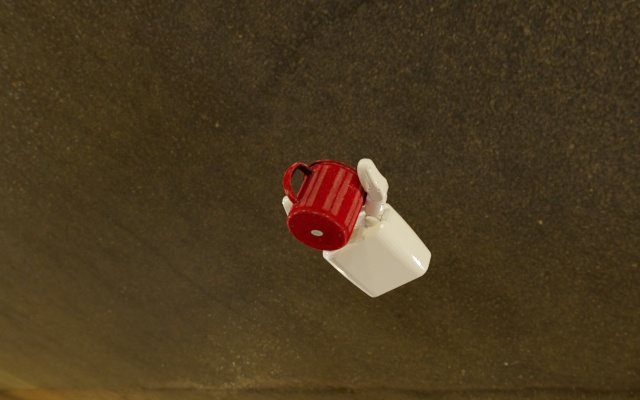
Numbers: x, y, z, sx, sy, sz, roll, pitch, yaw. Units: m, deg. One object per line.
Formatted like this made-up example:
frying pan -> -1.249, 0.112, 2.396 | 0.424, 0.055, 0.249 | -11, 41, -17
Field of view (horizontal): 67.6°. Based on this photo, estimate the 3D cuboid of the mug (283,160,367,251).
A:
mug -> -0.001, 0.001, 0.597 | 0.093, 0.081, 0.117 | -22, -57, 43
